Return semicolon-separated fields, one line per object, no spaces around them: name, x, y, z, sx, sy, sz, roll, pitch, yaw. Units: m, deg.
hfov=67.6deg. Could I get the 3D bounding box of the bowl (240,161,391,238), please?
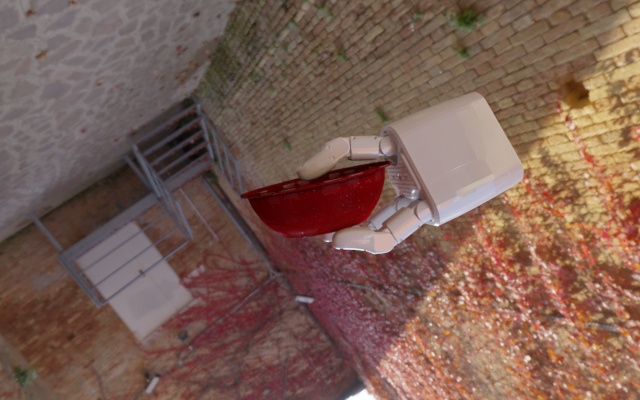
bowl;-0.001;0.002;0.505;0.162;0.055;0.162;-12;6;1
